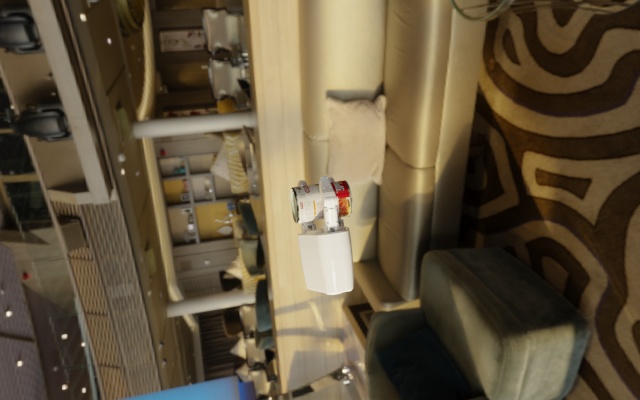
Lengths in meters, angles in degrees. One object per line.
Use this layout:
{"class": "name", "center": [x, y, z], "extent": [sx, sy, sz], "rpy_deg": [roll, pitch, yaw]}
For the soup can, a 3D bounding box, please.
{"class": "soup can", "center": [0.000, 0.002, 0.868], "extent": [0.102, 0.068, 0.068], "rpy_deg": [-8, 2, -12]}
